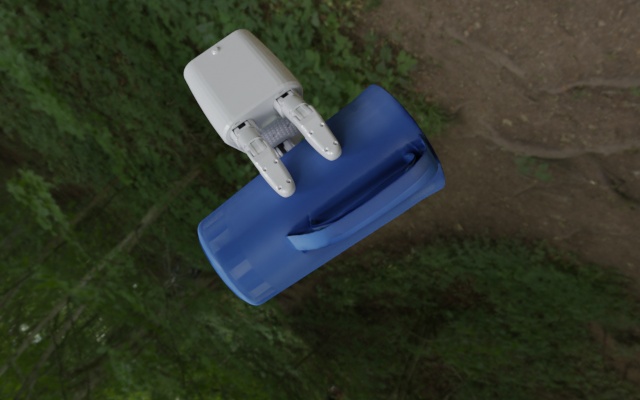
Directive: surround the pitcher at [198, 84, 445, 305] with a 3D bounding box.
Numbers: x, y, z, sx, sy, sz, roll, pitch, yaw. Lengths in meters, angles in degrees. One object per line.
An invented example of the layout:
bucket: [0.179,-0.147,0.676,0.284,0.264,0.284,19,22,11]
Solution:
pitcher: [0.000,0.001,0.494,0.243,0.145,0.149,-36,-24,-2]
